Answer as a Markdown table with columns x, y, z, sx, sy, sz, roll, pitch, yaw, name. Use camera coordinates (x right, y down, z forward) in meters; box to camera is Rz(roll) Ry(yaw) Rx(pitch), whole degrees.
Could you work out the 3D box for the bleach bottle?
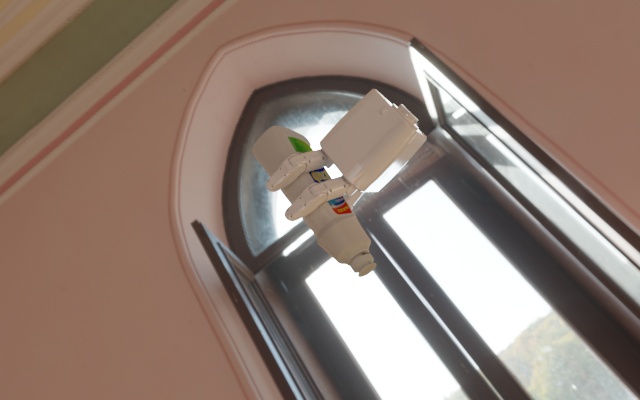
| x | y | z | sx | sy | sz | roll | pitch | yaw | name |
| --- | --- | --- | --- | --- | --- | --- | --- | --- | --- |
| 0.000 | 0.002 | 0.673 | 0.068 | 0.250 | 0.102 | -46 | -31 | 17 | bleach bottle |
